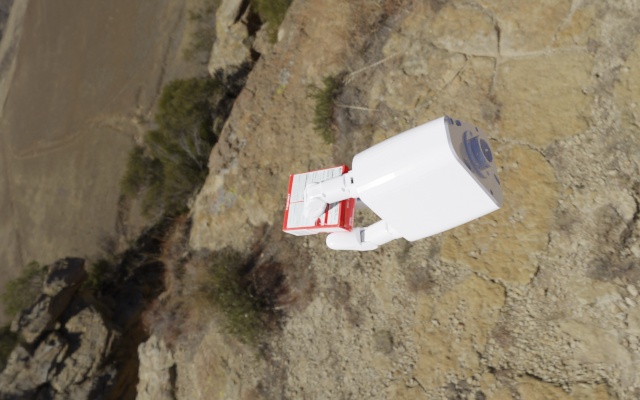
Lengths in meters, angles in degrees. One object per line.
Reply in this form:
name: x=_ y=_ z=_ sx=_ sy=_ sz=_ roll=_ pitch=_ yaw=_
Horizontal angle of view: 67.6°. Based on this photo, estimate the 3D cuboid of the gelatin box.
gelatin box: x=0.000 y=0.002 z=0.568 sx=0.089 sy=0.073 sz=0.030 roll=-7 pitch=-20 yaw=38
